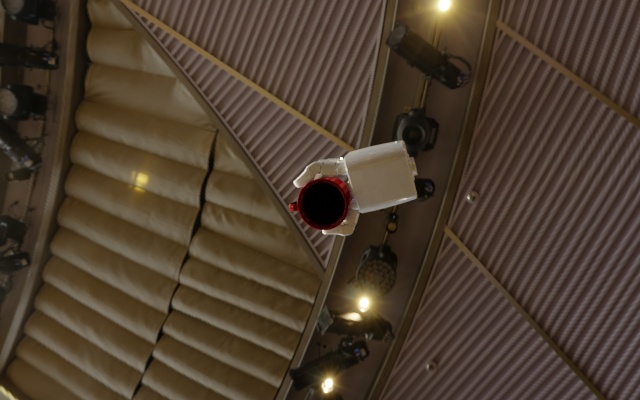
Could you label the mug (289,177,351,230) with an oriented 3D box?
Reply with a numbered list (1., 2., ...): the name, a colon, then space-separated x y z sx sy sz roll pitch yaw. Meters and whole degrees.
1. mug: -0.001 0.003 0.885 0.117 0.093 0.081 -12 8 13
